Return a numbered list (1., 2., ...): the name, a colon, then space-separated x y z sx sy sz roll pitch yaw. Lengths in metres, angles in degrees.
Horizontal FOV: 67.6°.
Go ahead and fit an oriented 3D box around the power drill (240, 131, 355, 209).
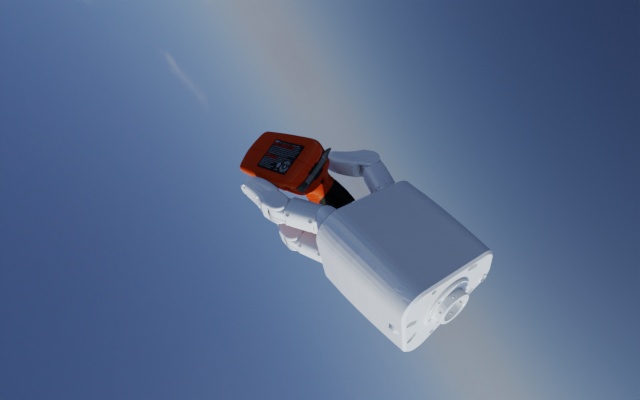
1. power drill: 0.000 0.002 0.534 0.184 0.057 0.188 16 -20 49
